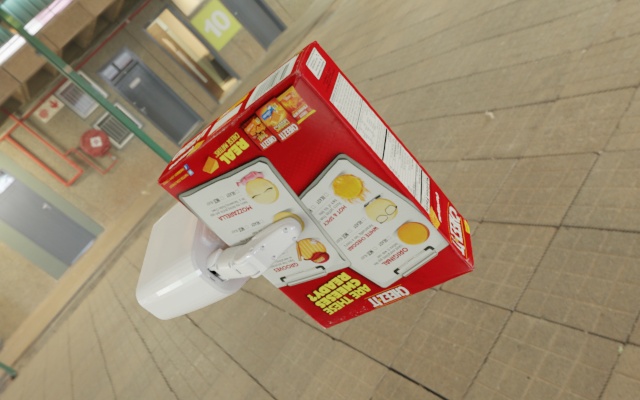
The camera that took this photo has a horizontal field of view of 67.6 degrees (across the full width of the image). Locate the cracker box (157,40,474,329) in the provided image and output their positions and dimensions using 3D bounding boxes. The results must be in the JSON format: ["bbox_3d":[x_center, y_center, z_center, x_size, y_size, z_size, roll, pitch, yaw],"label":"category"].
[{"bbox_3d":[0.000,0.001,0.405,0.164,0.214,0.072,-30,27,32],"label":"cracker box"}]
